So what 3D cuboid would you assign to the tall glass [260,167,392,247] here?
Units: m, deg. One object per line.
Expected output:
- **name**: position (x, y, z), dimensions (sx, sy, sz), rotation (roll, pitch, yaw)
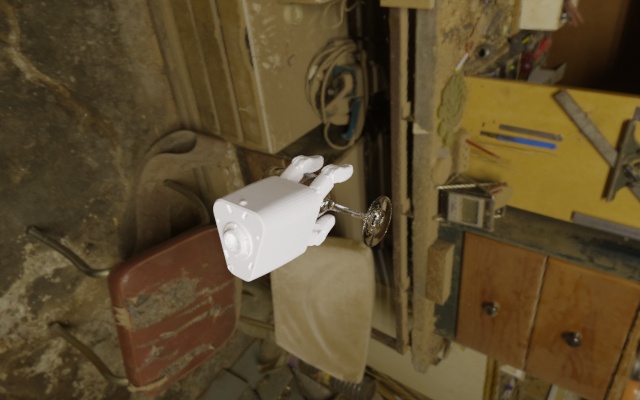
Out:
- **tall glass**: position (0.001, 0.003, 0.712), dimensions (0.201, 0.079, 0.079), rotation (19, 11, 33)
